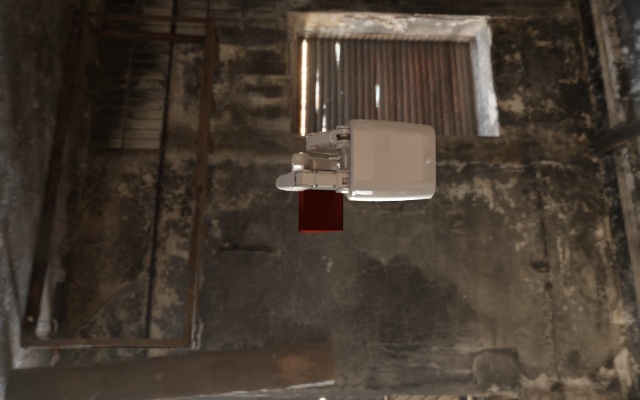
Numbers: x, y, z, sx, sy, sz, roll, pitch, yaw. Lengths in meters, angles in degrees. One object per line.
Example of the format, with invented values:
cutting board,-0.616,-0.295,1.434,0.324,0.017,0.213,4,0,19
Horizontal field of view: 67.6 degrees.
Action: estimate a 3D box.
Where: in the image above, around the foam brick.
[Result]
foam brick,0.000,0.002,0.609,0.051,0.078,0.053,2,-5,-9
